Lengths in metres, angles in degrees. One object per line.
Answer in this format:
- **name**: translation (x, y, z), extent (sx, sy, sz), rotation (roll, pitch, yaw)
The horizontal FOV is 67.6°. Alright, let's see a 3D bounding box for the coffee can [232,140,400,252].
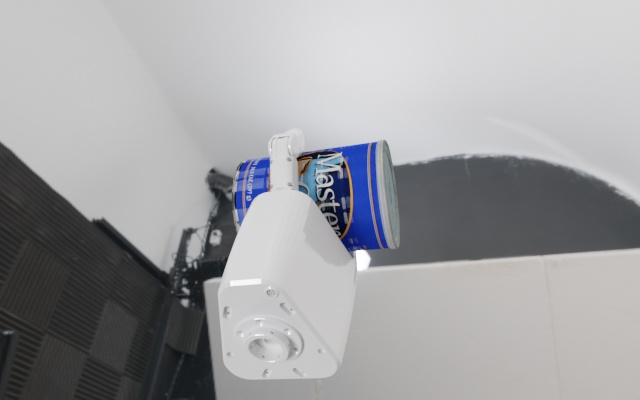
- **coffee can**: translation (0.000, 0.001, 0.463), extent (0.140, 0.103, 0.103), rotation (-7, -2, 14)
